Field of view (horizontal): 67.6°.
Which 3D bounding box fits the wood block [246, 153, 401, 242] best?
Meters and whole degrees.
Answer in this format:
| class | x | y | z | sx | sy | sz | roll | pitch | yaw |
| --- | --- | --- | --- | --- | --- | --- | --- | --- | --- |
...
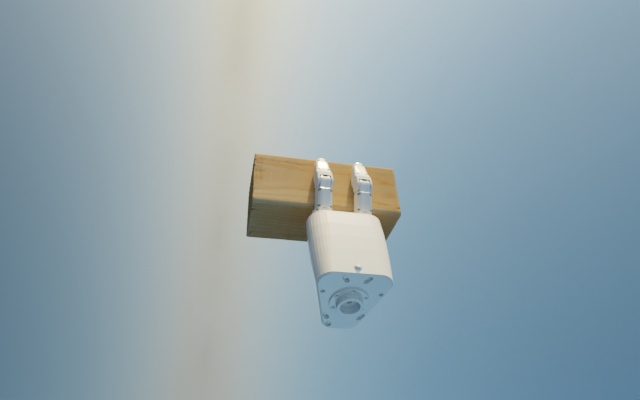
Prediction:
| class | x | y | z | sx | sy | sz | roll | pitch | yaw |
| --- | --- | --- | --- | --- | --- | --- | --- | --- | --- |
| wood block | 0.000 | 0.003 | 0.700 | 0.206 | 0.090 | 0.091 | 6 | -39 | -12 |
